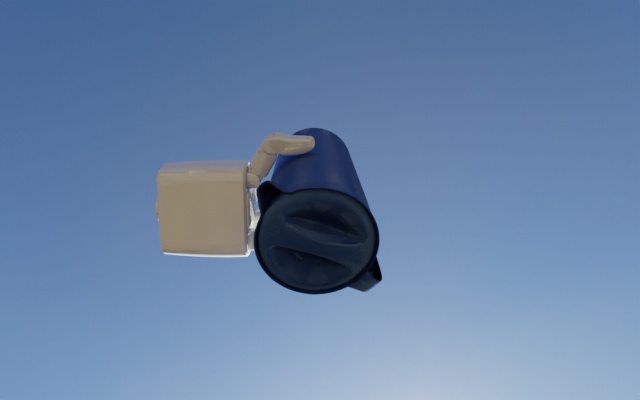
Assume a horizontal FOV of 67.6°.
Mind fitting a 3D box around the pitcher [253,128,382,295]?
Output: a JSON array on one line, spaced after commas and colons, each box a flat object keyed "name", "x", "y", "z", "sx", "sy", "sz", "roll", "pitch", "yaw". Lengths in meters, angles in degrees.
[{"name": "pitcher", "x": 0.000, "y": 0.002, "z": 0.607, "sx": 0.145, "sy": 0.149, "sz": 0.242, "roll": 0, "pitch": 27, "yaw": -1}]
